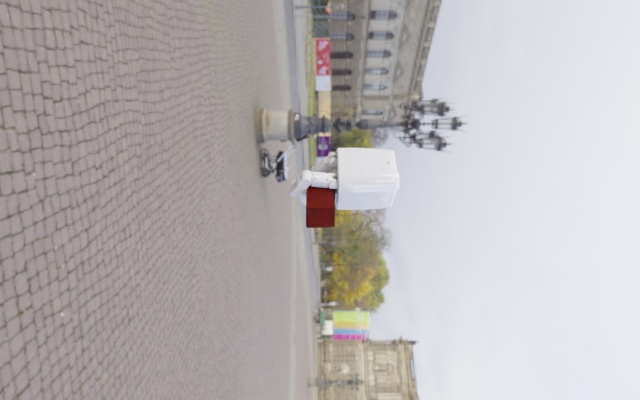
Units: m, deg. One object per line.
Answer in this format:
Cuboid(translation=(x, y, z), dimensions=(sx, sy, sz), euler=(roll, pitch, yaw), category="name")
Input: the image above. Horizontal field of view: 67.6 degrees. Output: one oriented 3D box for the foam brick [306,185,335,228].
Cuboid(translation=(0.000, 0.004, 0.855), dimensions=(0.051, 0.078, 0.053), euler=(0, -42, 0), category="foam brick")
